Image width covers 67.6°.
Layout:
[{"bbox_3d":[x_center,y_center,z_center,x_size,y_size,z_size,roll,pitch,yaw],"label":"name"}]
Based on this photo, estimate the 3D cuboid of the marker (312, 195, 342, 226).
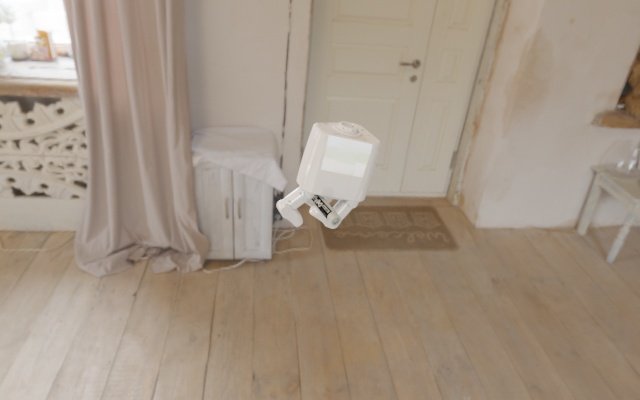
[{"bbox_3d":[0.000,0.003,0.785,0.020,0.020,0.121,0,30,-28],"label":"marker"}]
